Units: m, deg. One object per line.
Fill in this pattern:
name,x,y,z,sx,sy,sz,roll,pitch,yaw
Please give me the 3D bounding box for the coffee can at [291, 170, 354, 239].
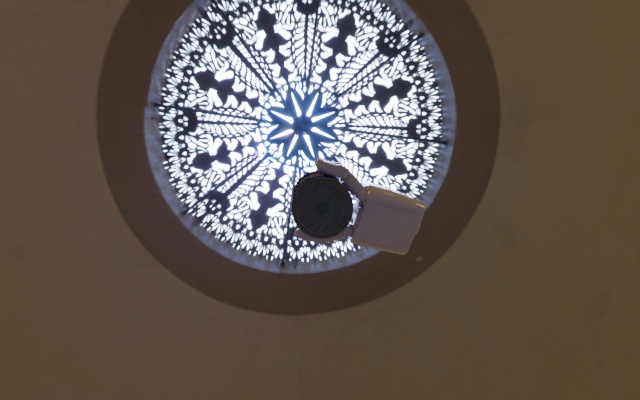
coffee can,0.000,0.003,0.852,0.103,0.103,0.140,0,9,-3
